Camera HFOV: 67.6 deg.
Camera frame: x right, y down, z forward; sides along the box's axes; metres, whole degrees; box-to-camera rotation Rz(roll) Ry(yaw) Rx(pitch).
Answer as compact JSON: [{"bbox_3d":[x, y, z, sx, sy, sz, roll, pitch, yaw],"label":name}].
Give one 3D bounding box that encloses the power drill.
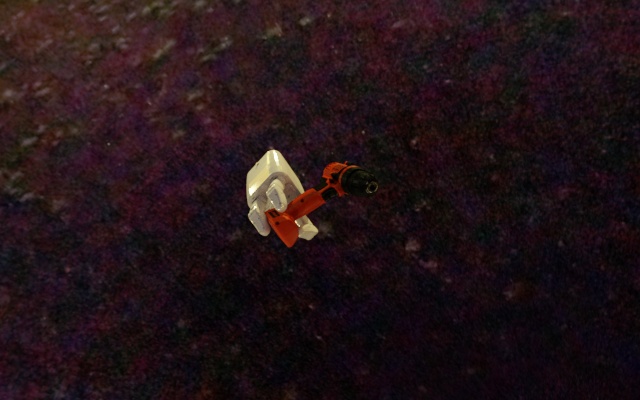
[{"bbox_3d":[0.000,0.003,0.840,0.187,0.057,0.184,-34,17,-10],"label":"power drill"}]
